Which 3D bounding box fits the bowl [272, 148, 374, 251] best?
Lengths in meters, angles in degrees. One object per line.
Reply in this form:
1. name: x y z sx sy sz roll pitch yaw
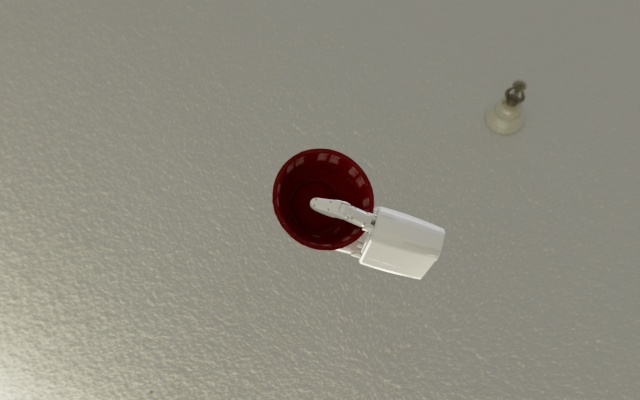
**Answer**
1. bowl: -0.001 0.002 0.753 0.162 0.162 0.055 0 -14 -15
